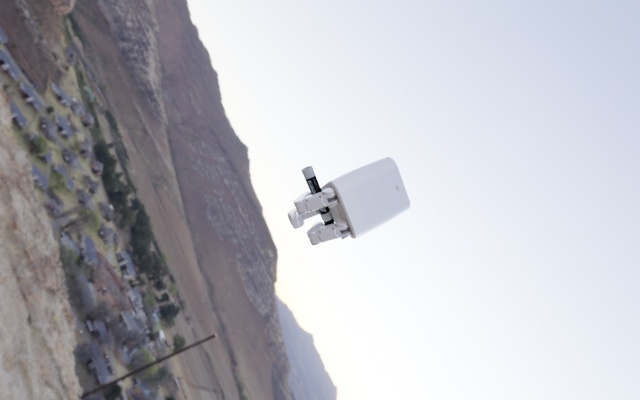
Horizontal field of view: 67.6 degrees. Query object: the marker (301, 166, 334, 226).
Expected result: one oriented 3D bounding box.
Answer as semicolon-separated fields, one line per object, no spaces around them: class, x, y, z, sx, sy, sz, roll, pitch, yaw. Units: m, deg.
marker;0.000;0.003;0.763;0.020;0.121;0.020;-20;17;6
